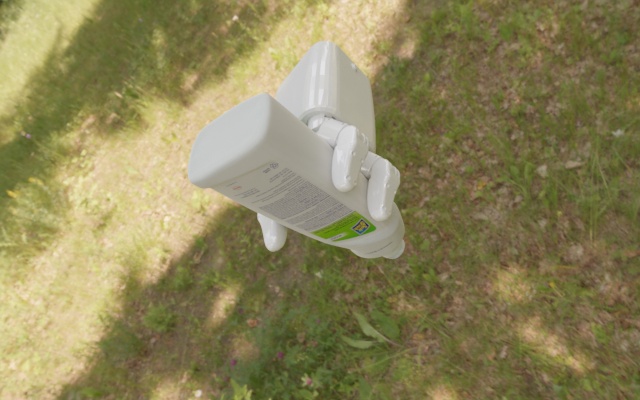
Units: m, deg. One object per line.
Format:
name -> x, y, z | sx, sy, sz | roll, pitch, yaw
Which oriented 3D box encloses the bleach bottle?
bleach bottle -> 0.000, 0.002, 0.475 | 0.102, 0.068, 0.251 | -23, -41, 32
